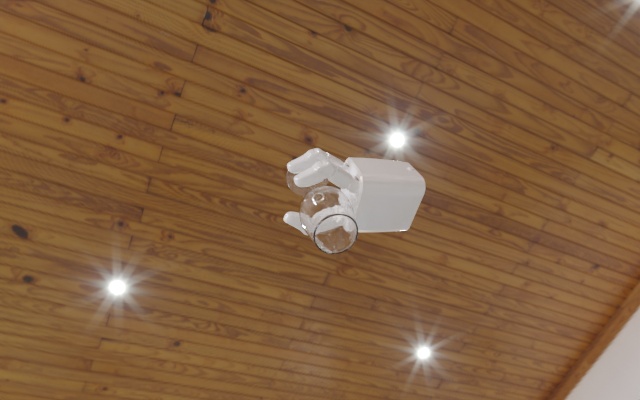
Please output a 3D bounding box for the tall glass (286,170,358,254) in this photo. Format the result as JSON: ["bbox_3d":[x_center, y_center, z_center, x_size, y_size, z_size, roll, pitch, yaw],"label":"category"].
[{"bbox_3d":[0.000,0.002,0.722,0.079,0.079,0.201,0,26,-13],"label":"tall glass"}]
